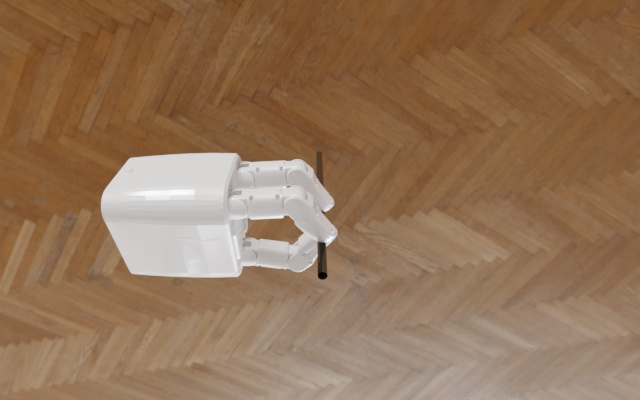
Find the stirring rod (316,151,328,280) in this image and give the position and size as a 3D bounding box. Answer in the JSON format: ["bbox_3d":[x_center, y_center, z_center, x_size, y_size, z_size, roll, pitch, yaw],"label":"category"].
[{"bbox_3d":[0.000,0.002,0.492,0.011,0.011,0.239,0,30,-1],"label":"stirring rod"}]
